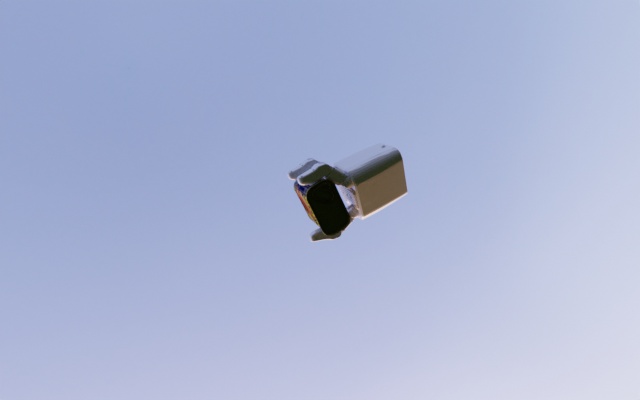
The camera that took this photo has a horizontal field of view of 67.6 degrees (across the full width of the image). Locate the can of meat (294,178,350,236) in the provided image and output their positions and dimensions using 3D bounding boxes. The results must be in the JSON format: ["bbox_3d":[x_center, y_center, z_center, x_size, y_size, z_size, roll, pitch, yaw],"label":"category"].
[{"bbox_3d":[0.000,0.003,0.863,0.057,0.102,0.084,-31,24,-11],"label":"can of meat"}]
